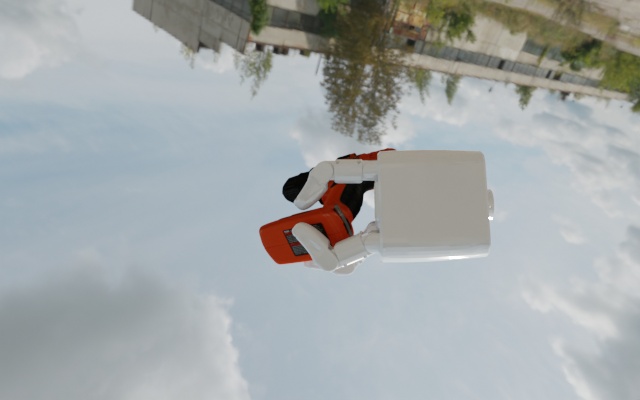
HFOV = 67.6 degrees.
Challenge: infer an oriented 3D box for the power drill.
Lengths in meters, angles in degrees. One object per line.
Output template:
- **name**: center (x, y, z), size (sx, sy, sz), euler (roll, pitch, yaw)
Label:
- **power drill**: center (0.000, 0.002, 0.594), size (0.184, 0.057, 0.187), euler (-15, 23, 31)
